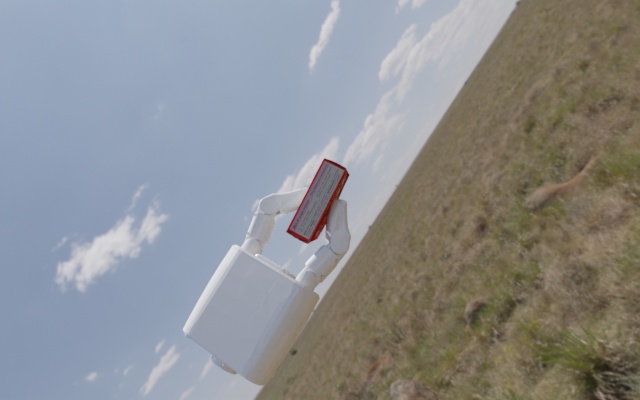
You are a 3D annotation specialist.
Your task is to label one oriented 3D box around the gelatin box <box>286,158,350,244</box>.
[{"bbox_3d":[0.000,0.001,0.524,0.030,0.089,0.073,27,1,6],"label":"gelatin box"}]
